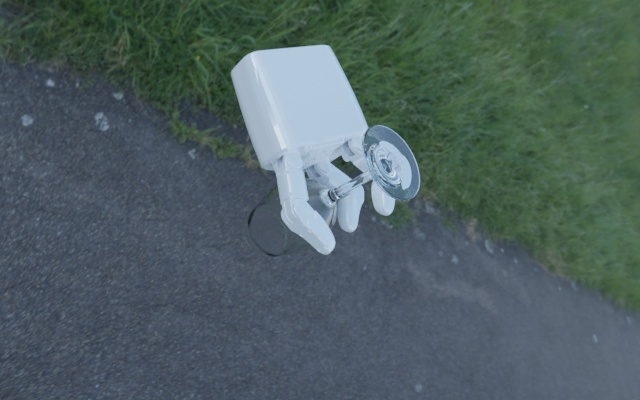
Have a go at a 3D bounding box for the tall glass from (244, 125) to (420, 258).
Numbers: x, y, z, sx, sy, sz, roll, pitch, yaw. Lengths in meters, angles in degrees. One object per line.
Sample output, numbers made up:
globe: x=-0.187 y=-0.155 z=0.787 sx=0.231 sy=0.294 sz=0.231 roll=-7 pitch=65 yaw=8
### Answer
tall glass: x=0.001 y=0.002 z=0.490 sx=0.079 sy=0.079 sz=0.201 roll=0 pitch=-22 yaw=-44
